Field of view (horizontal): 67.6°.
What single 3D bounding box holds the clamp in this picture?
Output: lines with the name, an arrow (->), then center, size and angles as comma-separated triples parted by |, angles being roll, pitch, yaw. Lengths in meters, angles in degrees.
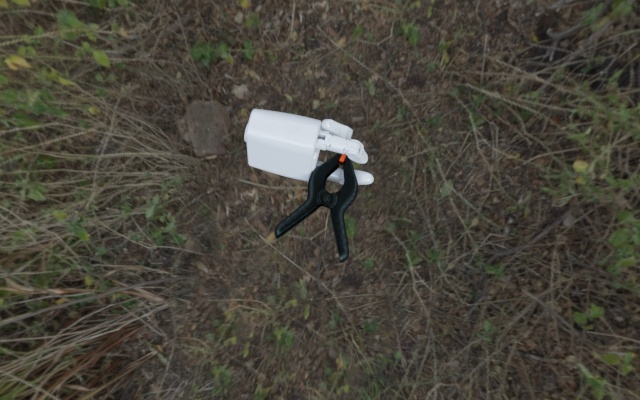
clamp -> 0.000, 0.002, 0.745 | 0.120, 0.171, 0.039 | 13, -11, 1
